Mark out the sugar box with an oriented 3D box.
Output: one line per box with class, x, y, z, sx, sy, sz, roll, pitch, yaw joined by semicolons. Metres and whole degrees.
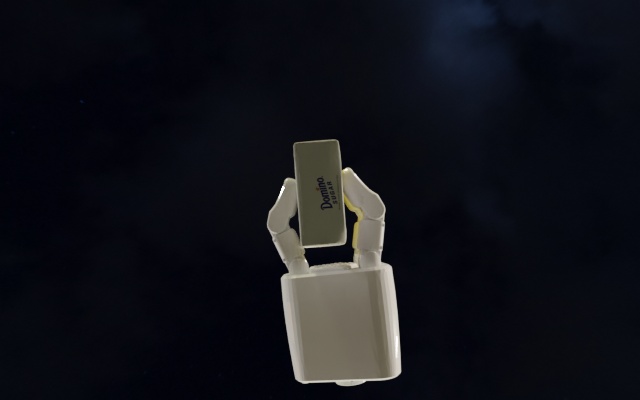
sugar box;0.001;0.002;0.492;0.048;0.093;0.176;-4;-5;-3
